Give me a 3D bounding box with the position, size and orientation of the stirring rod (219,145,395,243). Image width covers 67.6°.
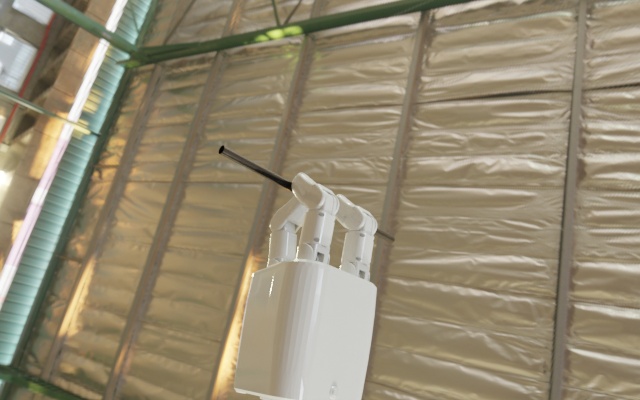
[{"bbox_3d":[0.000,0.002,0.471,0.011,0.011,0.239,0,-21,47],"label":"stirring rod"}]
